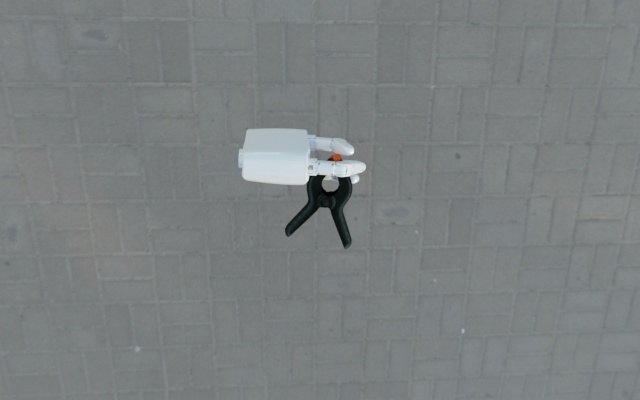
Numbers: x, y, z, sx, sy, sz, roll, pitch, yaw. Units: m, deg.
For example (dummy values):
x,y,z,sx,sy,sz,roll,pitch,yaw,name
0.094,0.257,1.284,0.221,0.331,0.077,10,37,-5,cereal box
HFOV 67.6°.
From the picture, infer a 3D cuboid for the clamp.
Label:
x,y,z,sx,sy,sz,roll,pitch,yaw,name
0.000,0.003,0.834,0.120,0.171,0.039,2,17,-4,clamp
